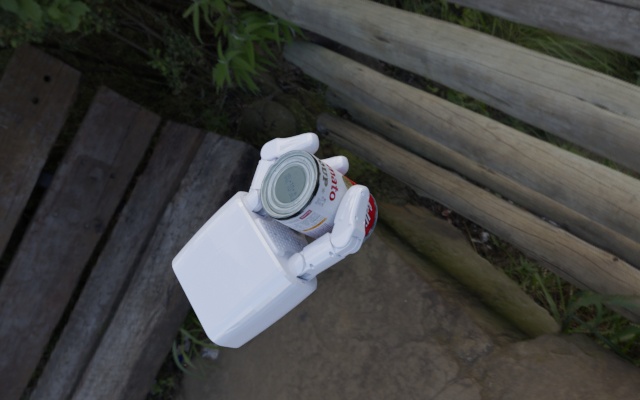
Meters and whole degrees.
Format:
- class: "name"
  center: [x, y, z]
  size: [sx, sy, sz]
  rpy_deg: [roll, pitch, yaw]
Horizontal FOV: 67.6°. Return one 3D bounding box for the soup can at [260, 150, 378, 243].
- class: "soup can"
  center: [0.000, 0.001, 0.455]
  size: [0.068, 0.068, 0.102]
  rpy_deg: [0, -19, 38]
